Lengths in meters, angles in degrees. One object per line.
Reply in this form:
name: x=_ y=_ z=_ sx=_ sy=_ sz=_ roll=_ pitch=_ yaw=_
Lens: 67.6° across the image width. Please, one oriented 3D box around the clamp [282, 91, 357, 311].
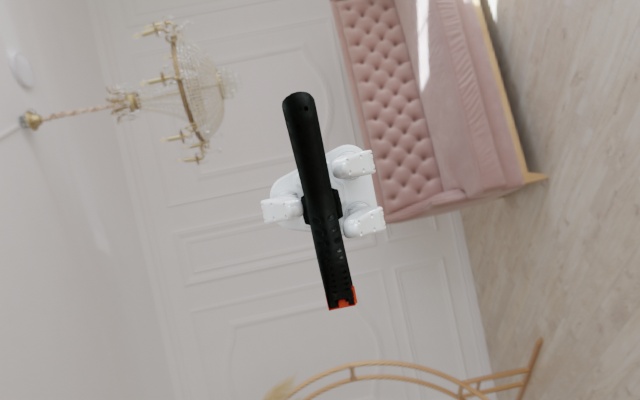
clamp: x=-0.001 y=0.002 z=0.428 sx=0.036 sy=0.210 sz=0.164 roll=-11 pitch=4 yaw=2
